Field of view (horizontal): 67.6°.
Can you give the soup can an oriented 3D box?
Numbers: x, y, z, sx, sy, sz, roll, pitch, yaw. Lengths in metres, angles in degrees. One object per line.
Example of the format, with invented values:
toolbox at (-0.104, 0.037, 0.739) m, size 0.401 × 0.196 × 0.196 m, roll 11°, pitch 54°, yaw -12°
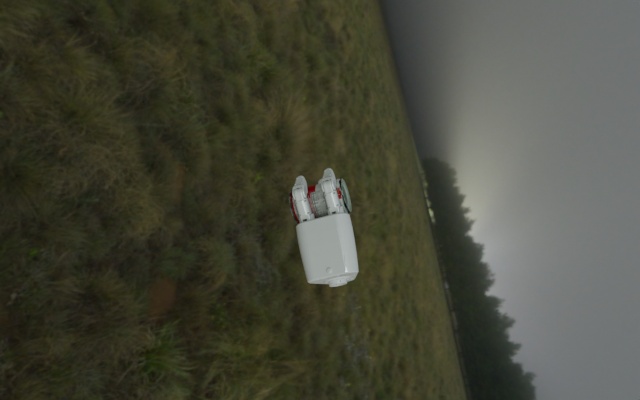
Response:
soup can at (0.000, 0.002, 0.892) m, size 0.102 × 0.068 × 0.068 m, roll -15°, pitch -3°, yaw 12°
